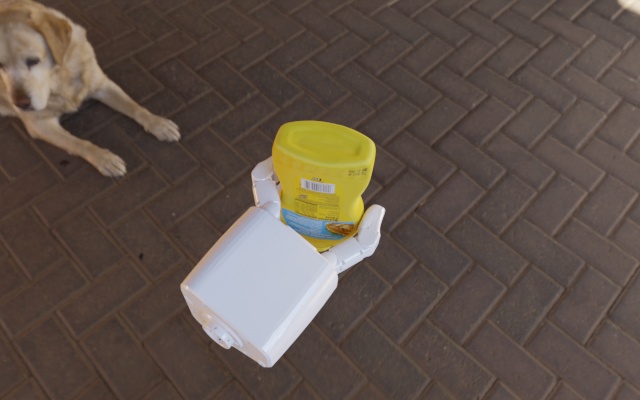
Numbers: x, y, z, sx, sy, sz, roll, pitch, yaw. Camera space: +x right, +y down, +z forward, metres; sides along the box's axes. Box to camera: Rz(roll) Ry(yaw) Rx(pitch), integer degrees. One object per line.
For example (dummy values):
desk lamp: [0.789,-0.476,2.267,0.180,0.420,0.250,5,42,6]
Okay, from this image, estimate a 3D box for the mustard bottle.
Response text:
mustard bottle: [0.000,0.001,0.517,0.096,0.058,0.192,10,-36,4]
